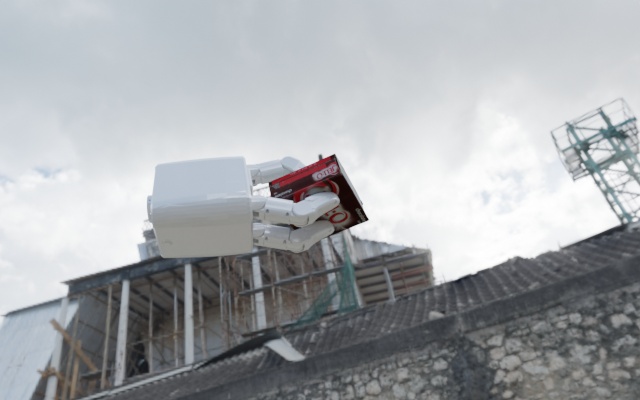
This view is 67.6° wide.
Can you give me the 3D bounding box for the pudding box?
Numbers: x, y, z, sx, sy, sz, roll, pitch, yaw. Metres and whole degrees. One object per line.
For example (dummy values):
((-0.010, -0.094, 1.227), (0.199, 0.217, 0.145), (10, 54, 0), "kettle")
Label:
((0.000, 0.002, 0.591), (0.090, 0.039, 0.113), (-22, -36, 11), "pudding box")
